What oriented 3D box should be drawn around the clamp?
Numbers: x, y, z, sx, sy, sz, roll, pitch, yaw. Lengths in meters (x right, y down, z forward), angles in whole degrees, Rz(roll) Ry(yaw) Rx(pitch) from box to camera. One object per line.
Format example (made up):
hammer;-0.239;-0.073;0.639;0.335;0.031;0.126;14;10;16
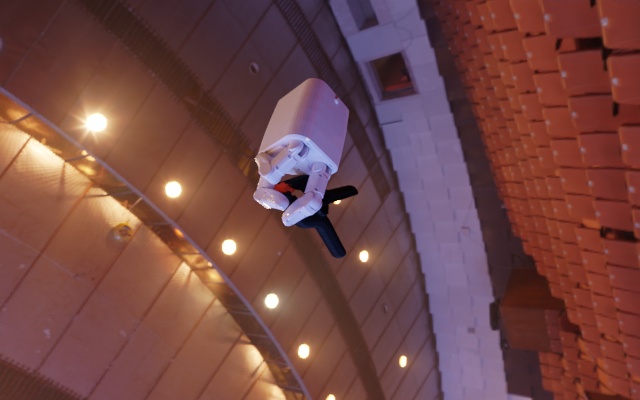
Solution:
clamp;0.000;0.002;0.726;0.039;0.120;0.171;-7;-33;36
